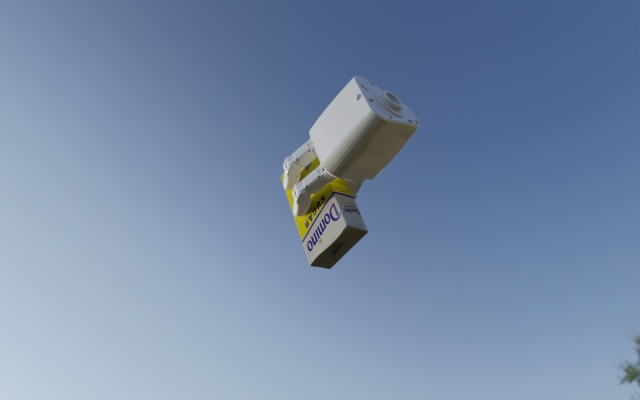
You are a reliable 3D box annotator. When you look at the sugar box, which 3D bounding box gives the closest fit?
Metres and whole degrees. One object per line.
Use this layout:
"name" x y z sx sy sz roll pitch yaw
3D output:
"sugar box" 0.000 0.002 0.706 0.048 0.176 0.093 16 -51 -35
